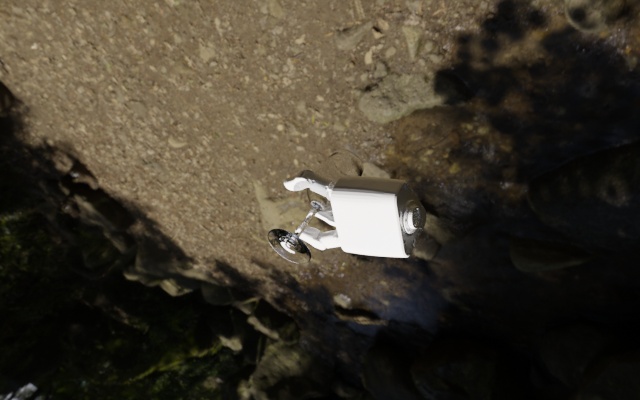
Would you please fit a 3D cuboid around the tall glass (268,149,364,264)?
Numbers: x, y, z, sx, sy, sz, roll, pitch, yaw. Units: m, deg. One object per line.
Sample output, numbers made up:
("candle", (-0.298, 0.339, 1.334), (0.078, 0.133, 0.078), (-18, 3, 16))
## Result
("tall glass", (0.000, 0.003, 0.763), (0.079, 0.079, 0.201), (0, 42, 39))
